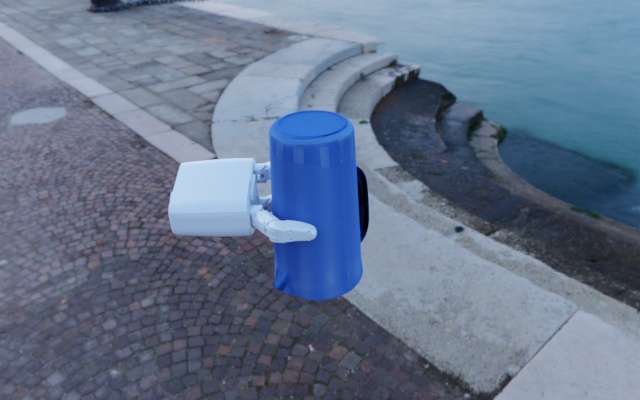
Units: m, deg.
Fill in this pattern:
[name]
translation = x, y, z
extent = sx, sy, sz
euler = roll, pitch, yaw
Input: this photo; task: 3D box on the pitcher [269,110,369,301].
[pitcher]
translation = 0.000, 0.002, 0.664
extent = 0.145, 0.243, 0.149
euler = -1, 31, 2
